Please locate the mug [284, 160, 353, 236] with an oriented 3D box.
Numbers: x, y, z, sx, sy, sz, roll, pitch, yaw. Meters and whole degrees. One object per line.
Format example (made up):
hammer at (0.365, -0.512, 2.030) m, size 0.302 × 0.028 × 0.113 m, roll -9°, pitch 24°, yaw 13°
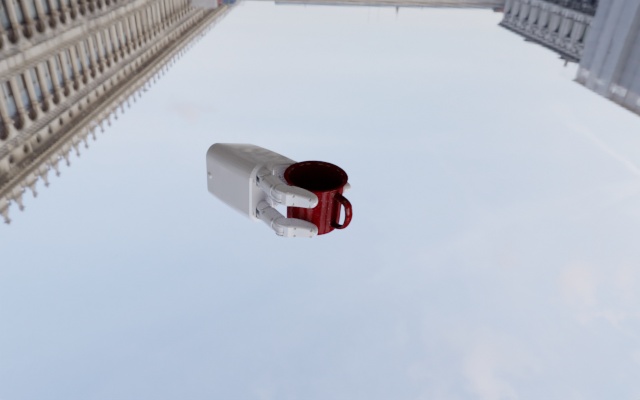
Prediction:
mug at (0.001, 0.003, 0.699) m, size 0.117 × 0.081 × 0.093 m, roll 28°, pitch 39°, yaw 32°
